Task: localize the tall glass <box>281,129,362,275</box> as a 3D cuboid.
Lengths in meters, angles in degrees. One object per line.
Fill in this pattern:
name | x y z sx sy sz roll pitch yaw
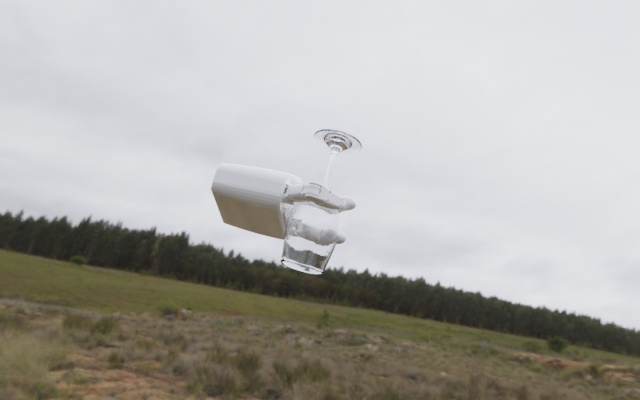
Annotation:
tall glass | 0.000 0.002 0.689 0.079 0.201 0.079 14 -17 5
